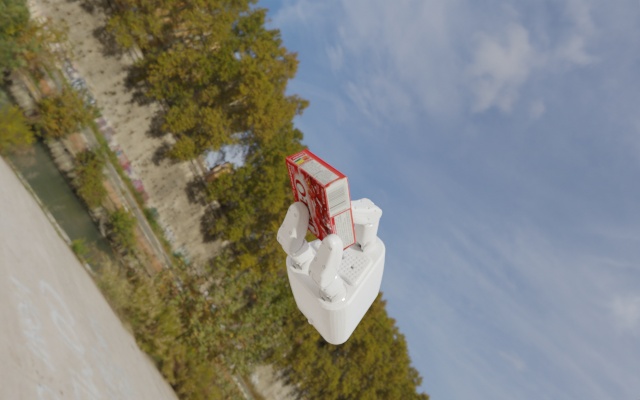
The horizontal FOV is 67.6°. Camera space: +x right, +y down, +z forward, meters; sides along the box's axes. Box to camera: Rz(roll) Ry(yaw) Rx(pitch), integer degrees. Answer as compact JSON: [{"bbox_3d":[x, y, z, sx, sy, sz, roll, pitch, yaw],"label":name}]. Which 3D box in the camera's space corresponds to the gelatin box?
[{"bbox_3d":[0.000,0.001,0.491,0.030,0.089,0.073,-28,41,-22],"label":"gelatin box"}]
